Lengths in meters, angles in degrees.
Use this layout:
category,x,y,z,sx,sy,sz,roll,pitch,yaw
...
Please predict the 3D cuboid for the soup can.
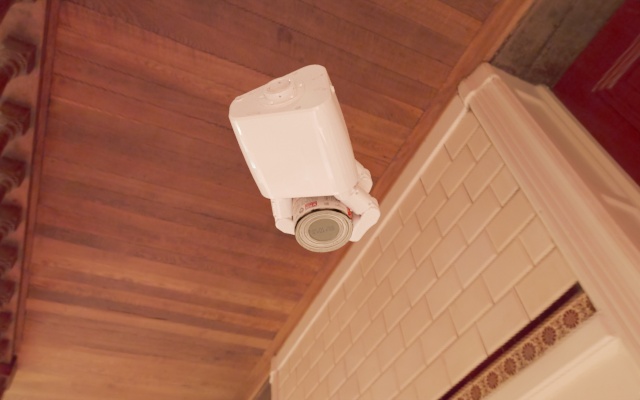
category,x,y,z,sx,sy,sz,roll,pitch,yaw
soup can,0.000,0.002,0.564,0.068,0.069,0.102,0,41,-6
